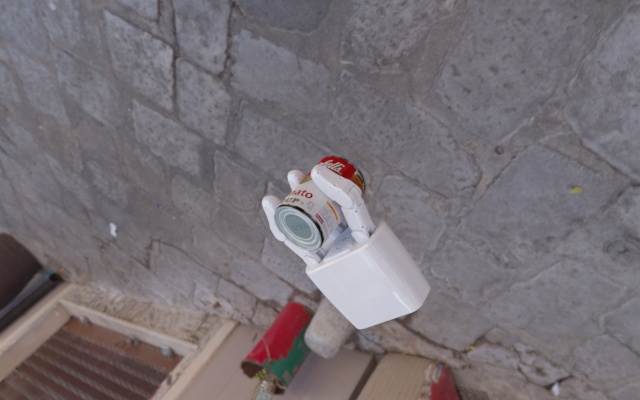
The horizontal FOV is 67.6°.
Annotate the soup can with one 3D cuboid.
[{"bbox_3d":[0.000,0.002,0.564,0.068,0.068,0.102,0,37,41],"label":"soup can"}]
